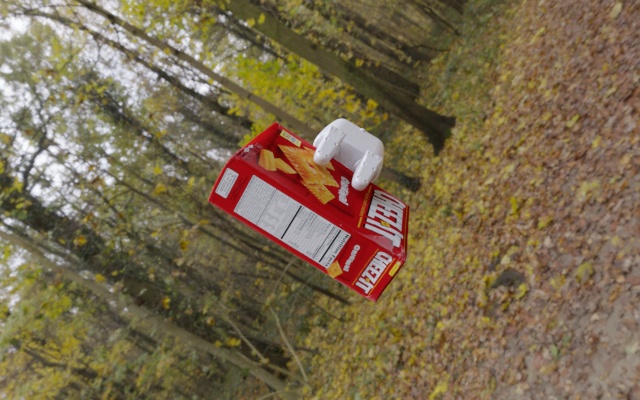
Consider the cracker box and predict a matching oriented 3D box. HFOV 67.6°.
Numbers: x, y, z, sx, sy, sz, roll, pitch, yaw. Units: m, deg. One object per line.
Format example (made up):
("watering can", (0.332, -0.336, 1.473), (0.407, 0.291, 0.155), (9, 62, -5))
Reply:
("cracker box", (0.000, 0.002, 0.569), (0.214, 0.072, 0.164), (31, 24, -1))
